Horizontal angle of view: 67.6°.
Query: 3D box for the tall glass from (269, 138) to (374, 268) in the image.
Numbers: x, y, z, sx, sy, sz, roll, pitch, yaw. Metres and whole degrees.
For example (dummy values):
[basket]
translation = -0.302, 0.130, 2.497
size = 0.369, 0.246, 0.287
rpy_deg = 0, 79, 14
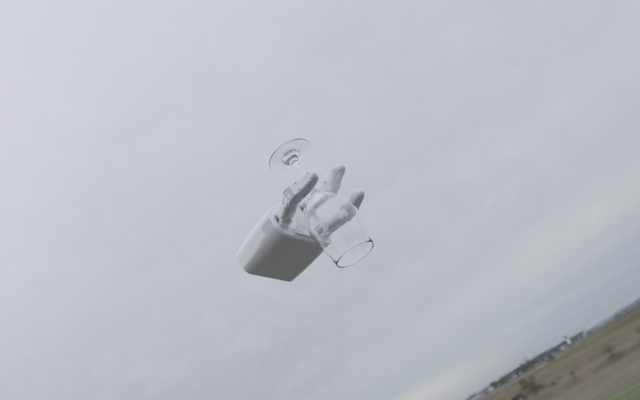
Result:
[tall glass]
translation = 0.000, 0.002, 0.712
size = 0.079, 0.201, 0.079
rpy_deg = -26, -29, -15
